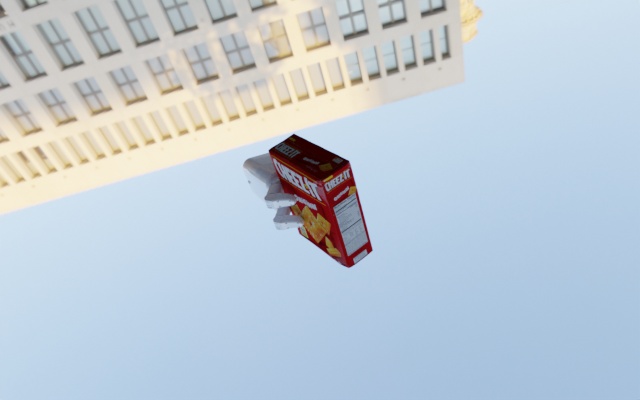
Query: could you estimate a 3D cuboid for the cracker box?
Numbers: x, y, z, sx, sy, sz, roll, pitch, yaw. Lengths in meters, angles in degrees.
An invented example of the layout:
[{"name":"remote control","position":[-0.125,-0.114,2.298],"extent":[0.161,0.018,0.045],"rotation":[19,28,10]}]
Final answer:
[{"name":"cracker box","position":[0.000,0.003,0.876],"extent":[0.072,0.214,0.164],"rotation":[-36,41,-21]}]
